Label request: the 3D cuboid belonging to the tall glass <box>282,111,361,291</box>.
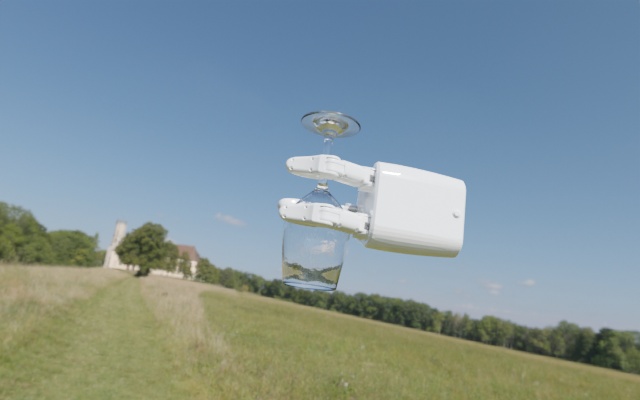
[{"bbox_3d":[0.000,0.001,0.562,0.079,0.201,0.079,8,-15,2],"label":"tall glass"}]
